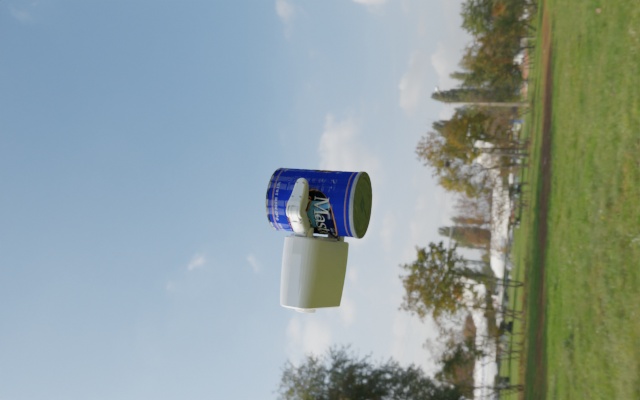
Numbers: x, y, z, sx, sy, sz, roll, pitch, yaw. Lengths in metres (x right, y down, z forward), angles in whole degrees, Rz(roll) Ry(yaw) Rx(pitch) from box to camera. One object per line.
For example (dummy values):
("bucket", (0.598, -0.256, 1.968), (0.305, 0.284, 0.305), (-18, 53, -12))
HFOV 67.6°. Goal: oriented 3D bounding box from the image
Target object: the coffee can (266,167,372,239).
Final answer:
("coffee can", (0.000, 0.002, 0.745), (0.140, 0.103, 0.103), (4, 1, 21))
